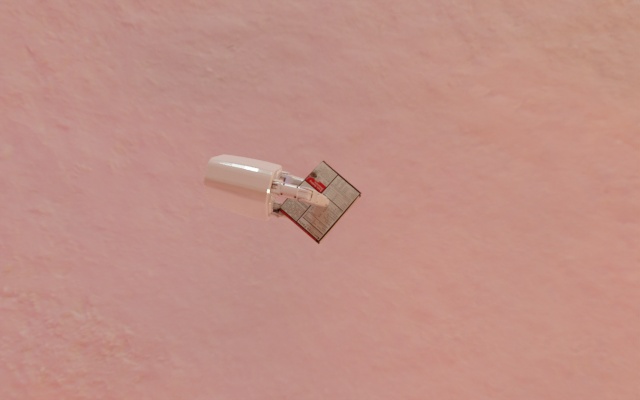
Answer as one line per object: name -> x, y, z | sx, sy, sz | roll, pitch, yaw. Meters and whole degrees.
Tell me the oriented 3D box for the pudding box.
pudding box -> 0.000, 0.003, 0.802 | 0.090, 0.113, 0.039 | 41, -5, 5
